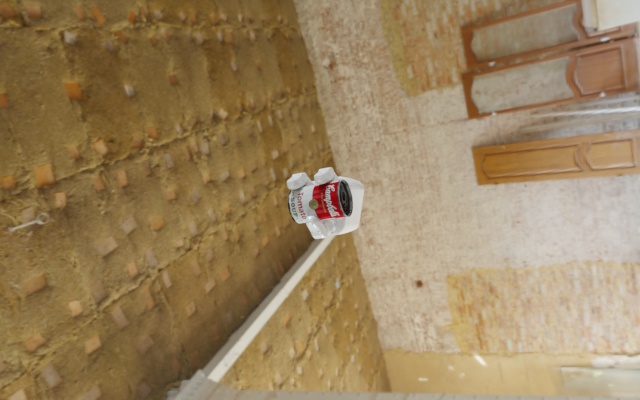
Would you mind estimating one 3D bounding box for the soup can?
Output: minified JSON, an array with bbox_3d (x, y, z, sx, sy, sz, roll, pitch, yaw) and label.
[{"bbox_3d":[0.000,0.003,0.870,0.102,0.068,0.068,-9,-4,23],"label":"soup can"}]
